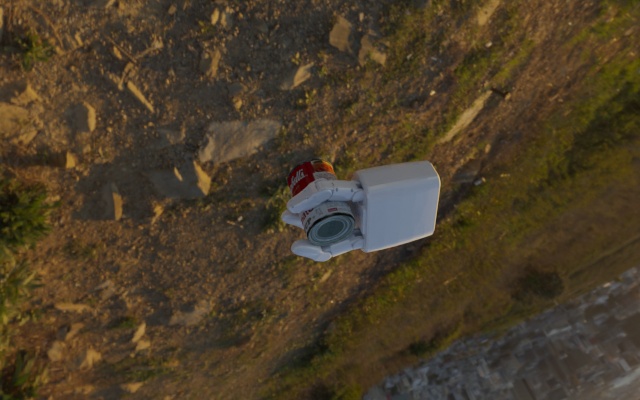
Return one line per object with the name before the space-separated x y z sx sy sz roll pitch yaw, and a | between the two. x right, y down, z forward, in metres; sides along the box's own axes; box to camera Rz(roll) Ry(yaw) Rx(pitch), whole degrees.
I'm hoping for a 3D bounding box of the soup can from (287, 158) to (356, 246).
soup can | 0.000 0.002 0.646 0.068 0.102 0.069 -14 -37 -11
